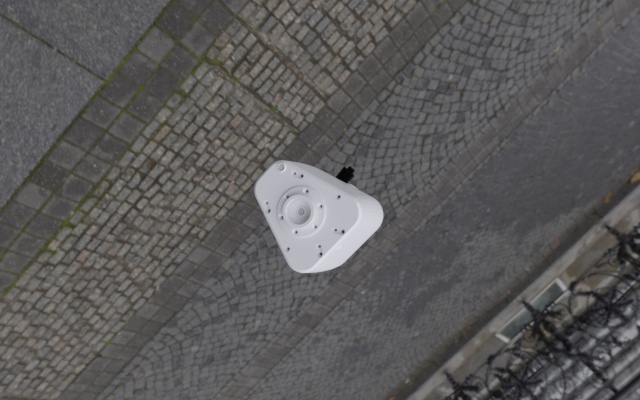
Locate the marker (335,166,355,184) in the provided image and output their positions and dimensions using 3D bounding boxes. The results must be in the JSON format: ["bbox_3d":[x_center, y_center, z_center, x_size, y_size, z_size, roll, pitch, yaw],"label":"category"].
[{"bbox_3d":[0.000,0.002,0.624,0.020,0.121,0.020,42,10,-9],"label":"marker"}]
